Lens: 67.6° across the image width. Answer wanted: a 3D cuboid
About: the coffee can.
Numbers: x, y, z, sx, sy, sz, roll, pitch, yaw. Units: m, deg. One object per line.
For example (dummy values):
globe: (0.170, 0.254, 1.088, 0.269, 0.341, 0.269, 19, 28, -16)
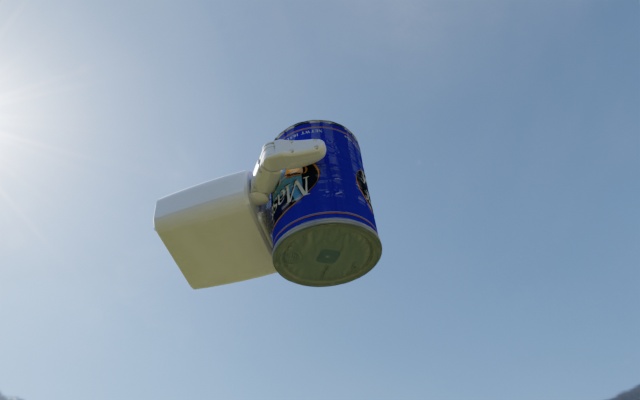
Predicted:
coffee can: (0.000, 0.002, 0.488, 0.103, 0.140, 0.103, -4, -41, -4)
